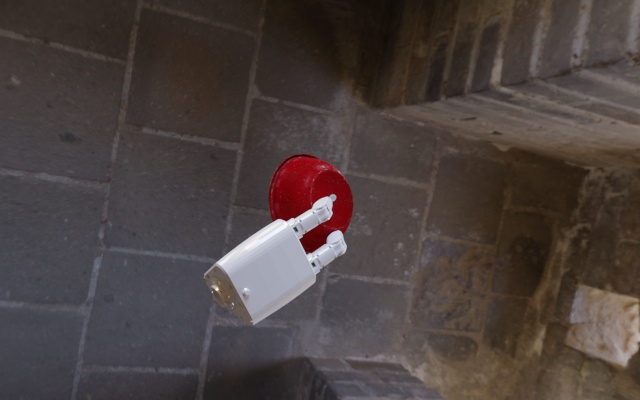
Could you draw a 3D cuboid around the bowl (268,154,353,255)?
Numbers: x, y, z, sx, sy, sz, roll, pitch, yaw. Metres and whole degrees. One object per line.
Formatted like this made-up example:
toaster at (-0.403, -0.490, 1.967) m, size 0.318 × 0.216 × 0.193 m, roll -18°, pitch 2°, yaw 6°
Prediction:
bowl at (0.001, 0.001, 0.731) m, size 0.162 × 0.162 × 0.055 m, roll 0°, pitch -9°, yaw -44°
